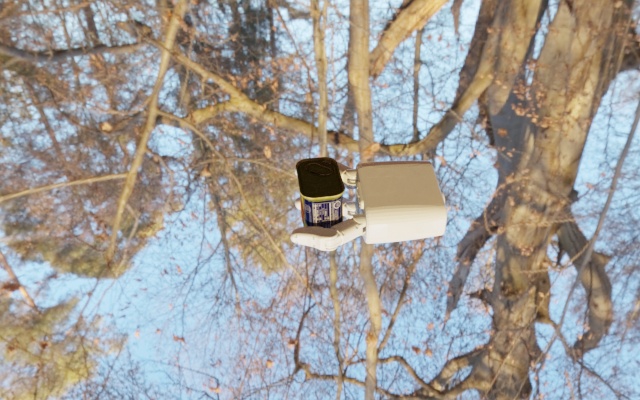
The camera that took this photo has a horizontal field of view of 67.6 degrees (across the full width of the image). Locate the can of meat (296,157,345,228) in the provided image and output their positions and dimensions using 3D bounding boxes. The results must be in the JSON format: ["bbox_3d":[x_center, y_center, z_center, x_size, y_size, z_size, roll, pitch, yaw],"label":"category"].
[{"bbox_3d":[0.000,0.002,0.648,0.057,0.084,0.102,-6,34,-5],"label":"can of meat"}]
